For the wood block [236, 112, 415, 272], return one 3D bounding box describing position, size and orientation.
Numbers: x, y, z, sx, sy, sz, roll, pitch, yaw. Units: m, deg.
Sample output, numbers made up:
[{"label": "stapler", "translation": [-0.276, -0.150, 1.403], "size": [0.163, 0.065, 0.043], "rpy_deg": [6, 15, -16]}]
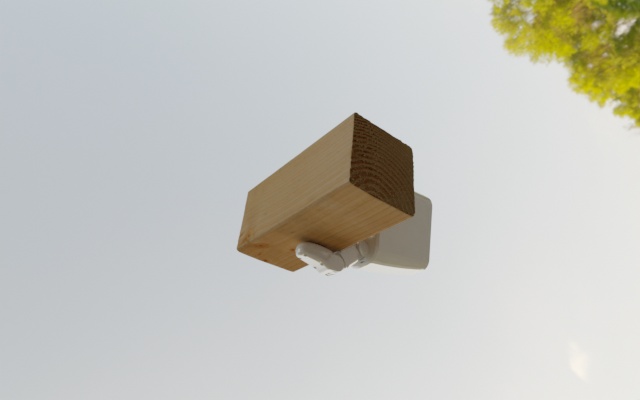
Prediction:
[{"label": "wood block", "translation": [0.000, 0.002, 0.548], "size": [0.090, 0.090, 0.206], "rpy_deg": [26, -38, -30]}]
